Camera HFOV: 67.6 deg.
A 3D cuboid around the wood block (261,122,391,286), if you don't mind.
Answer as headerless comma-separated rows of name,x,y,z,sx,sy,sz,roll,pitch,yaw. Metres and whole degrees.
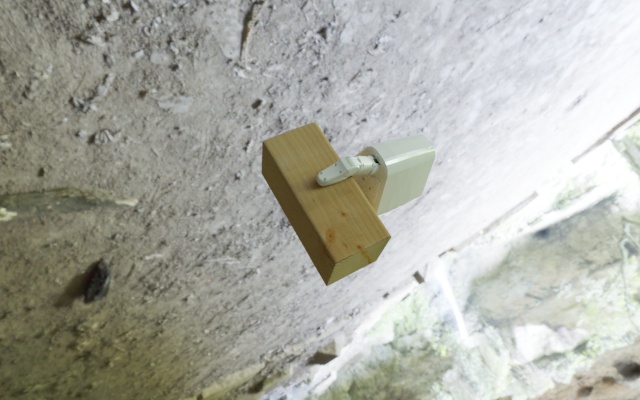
wood block,0.001,0.002,0.683,0.090,0.206,0.091,-24,-23,-20
